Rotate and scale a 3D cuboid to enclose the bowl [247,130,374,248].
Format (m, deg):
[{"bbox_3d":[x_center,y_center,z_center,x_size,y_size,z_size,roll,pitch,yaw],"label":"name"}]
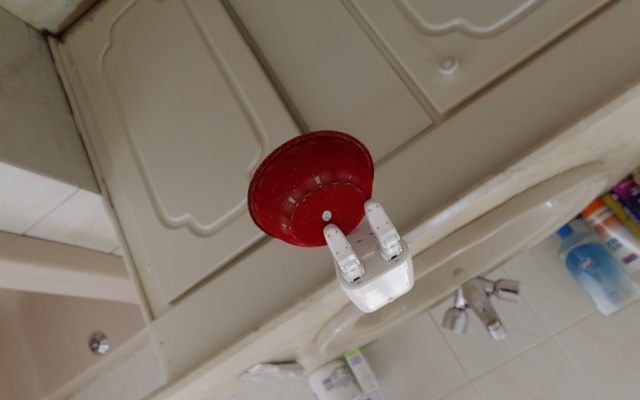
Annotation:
[{"bbox_3d":[0.000,0.001,0.553,0.162,0.162,0.055,0,36,-26],"label":"bowl"}]
